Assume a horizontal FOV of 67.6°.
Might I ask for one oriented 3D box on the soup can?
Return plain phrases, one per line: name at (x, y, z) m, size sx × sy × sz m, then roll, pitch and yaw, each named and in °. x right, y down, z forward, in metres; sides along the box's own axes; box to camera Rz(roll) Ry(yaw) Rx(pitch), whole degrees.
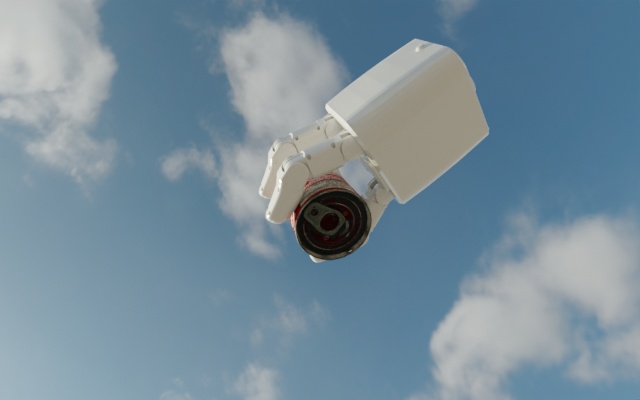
soup can at (0.000, 0.002, 0.454) m, size 0.068 × 0.068 × 0.102 m, roll 0°, pitch 24°, yaw -15°
